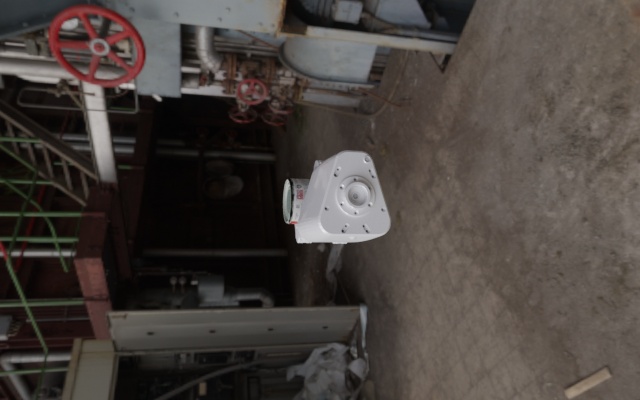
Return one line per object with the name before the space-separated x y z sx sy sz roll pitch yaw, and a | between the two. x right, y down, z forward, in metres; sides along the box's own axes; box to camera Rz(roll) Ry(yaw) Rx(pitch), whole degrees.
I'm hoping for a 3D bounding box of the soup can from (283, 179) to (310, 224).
soup can | 0.000 0.002 0.707 0.102 0.068 0.068 1 0 -14
